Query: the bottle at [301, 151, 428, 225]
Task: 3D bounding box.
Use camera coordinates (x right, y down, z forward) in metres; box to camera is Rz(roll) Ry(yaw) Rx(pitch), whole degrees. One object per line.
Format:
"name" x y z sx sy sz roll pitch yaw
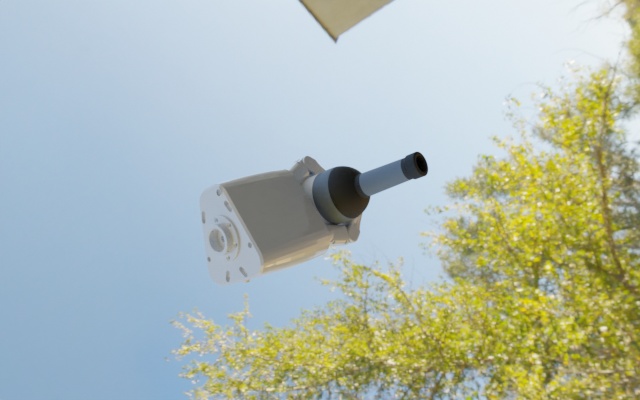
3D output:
"bottle" 0.000 0.002 0.593 0.296 0.069 0.069 -21 -14 40
